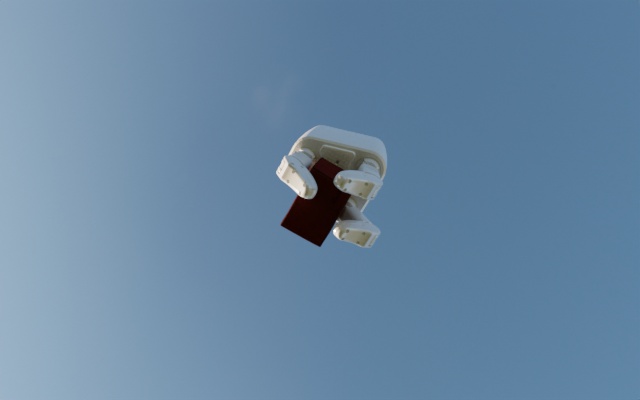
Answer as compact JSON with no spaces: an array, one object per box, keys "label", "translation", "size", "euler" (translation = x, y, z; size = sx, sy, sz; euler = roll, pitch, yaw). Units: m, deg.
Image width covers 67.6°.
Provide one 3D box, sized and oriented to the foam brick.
[{"label":"foam brick","translation":[0.000,0.002,0.535],"size":[0.053,0.078,0.051],"euler":[31,21,1]}]
